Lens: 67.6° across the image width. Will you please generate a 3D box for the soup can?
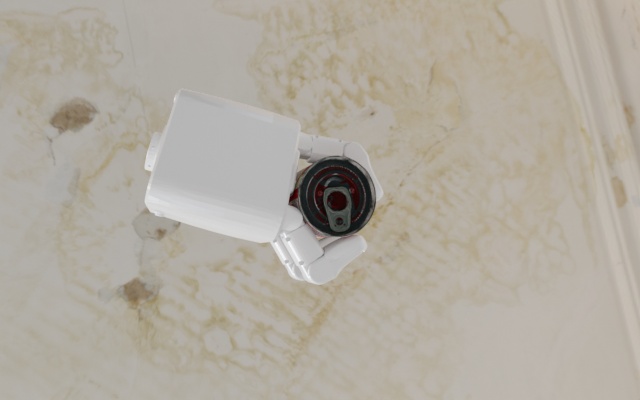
[{"bbox_3d":[0.000,0.001,0.440,0.068,0.068,0.102,0,-6,-17],"label":"soup can"}]
